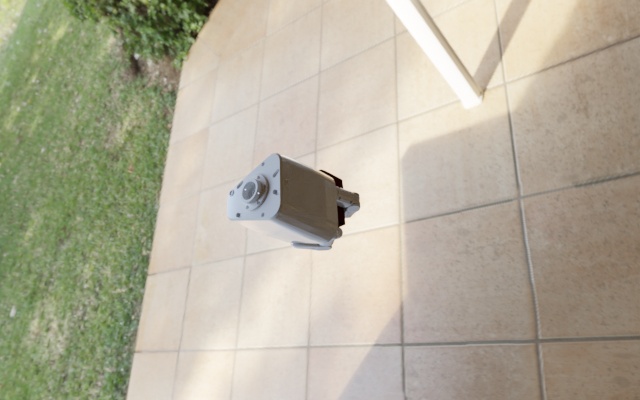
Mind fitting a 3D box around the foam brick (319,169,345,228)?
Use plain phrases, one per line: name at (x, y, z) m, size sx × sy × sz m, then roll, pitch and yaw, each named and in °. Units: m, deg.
foam brick at (0.000, 0.002, 0.710) m, size 0.053 × 0.078 × 0.051 m, roll -23°, pitch -32°, yaw 36°
